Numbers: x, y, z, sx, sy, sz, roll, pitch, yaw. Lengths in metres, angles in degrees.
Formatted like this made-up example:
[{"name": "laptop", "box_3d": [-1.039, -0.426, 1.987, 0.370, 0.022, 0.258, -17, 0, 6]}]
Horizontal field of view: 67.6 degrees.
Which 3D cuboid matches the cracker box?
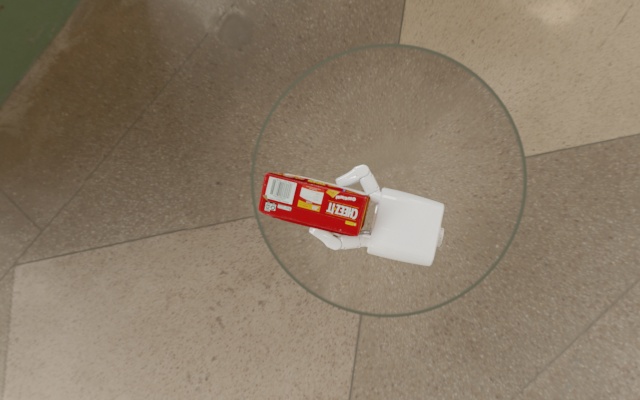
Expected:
[{"name": "cracker box", "box_3d": [0.000, 0.003, 0.832, 0.164, 0.072, 0.213, 14, 4, 7]}]
